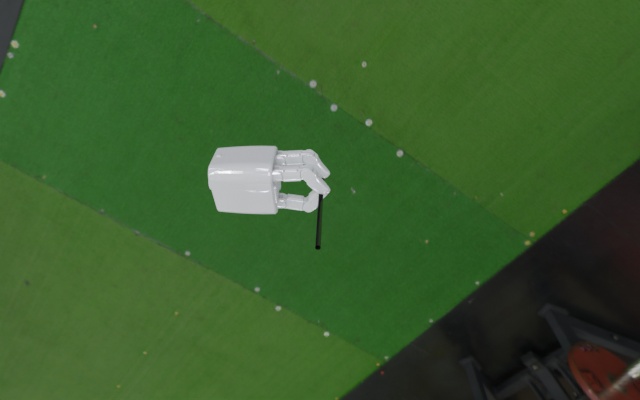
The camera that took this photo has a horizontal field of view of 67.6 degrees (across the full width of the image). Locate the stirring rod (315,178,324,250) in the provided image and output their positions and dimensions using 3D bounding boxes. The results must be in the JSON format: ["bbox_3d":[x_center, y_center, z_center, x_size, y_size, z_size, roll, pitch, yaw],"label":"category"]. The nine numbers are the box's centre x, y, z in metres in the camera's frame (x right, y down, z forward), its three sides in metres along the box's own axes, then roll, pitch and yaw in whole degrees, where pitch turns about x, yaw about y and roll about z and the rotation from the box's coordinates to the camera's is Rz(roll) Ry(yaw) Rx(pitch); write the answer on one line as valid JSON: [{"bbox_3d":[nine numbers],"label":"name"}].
[{"bbox_3d":[0.000,0.003,0.780,0.011,0.011,0.239,0,32,2],"label":"stirring rod"}]
